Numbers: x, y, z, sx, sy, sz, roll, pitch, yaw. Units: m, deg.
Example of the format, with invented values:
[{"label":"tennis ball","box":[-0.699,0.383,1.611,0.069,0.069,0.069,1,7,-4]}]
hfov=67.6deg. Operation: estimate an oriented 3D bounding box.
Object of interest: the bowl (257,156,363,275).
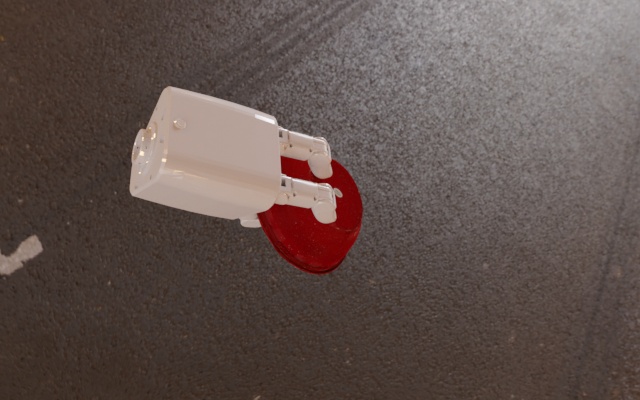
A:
[{"label":"bowl","box":[0.001,0.002,0.561,0.055,0.162,0.162,-26,-16,36]}]
